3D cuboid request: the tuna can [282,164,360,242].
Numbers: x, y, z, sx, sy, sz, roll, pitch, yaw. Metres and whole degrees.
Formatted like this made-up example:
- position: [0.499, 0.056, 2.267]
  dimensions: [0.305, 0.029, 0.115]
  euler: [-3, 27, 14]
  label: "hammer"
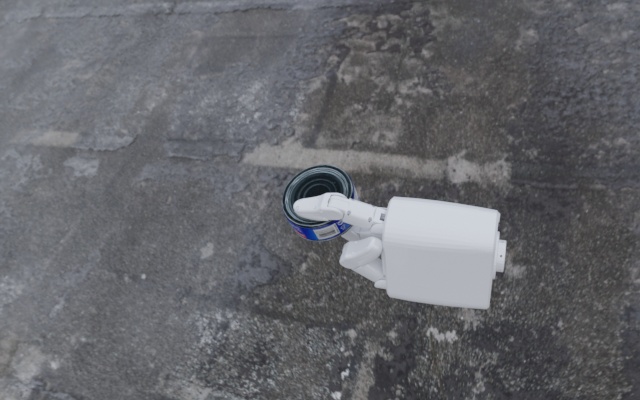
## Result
- position: [0.000, 0.001, 0.541]
  dimensions: [0.086, 0.086, 0.034]
  euler: [0, -33, 20]
  label: "tuna can"
